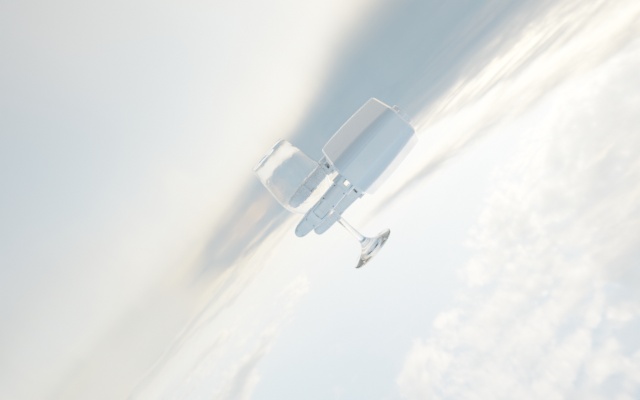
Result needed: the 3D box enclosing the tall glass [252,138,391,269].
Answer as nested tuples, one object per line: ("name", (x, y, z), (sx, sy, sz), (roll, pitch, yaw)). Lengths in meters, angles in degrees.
("tall glass", (0.001, 0.003, 0.666), (0.201, 0.079, 0.079), (41, -4, -5))
